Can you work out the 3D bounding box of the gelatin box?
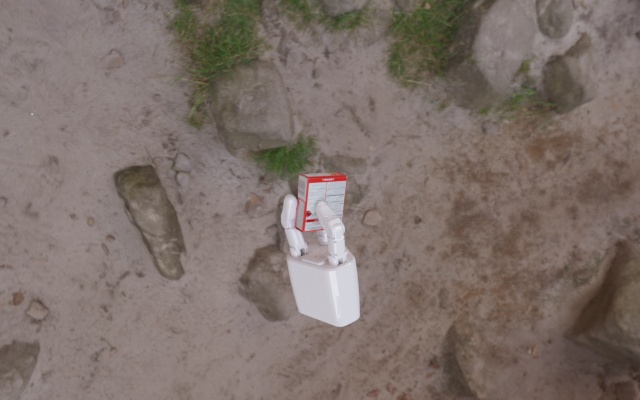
[{"bbox_3d":[0.000,0.002,0.743,0.073,0.089,0.030,-5,20,-32],"label":"gelatin box"}]
